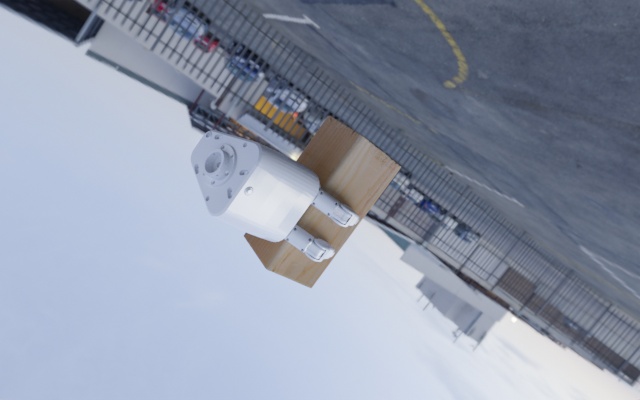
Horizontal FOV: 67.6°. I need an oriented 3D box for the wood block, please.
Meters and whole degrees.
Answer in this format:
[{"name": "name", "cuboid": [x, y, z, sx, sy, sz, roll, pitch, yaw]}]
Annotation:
[{"name": "wood block", "cuboid": [0.000, 0.002, 0.652, 0.090, 0.206, 0.090, 31, 8, -39]}]
